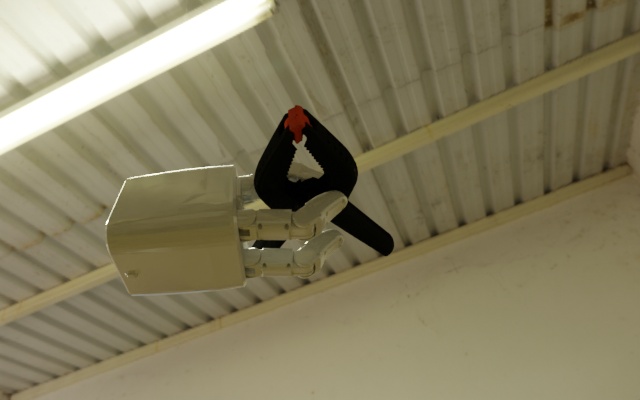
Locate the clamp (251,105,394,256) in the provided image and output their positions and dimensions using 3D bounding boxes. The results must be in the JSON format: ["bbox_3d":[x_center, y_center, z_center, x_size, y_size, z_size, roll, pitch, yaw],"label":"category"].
[{"bbox_3d":[0.000,0.001,0.462,0.164,0.036,0.210,-5,-43,-6],"label":"clamp"}]
